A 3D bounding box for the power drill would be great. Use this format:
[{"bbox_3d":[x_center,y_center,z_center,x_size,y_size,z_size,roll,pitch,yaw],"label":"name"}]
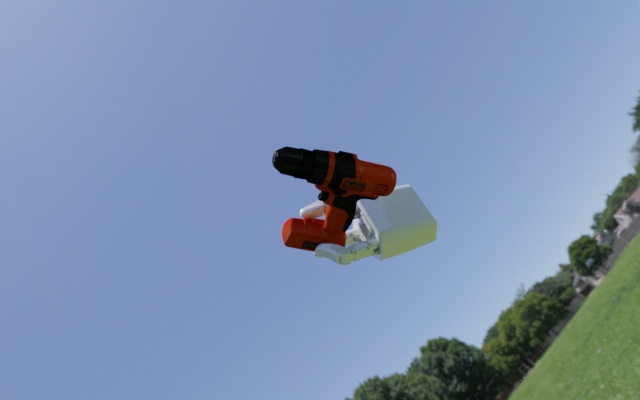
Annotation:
[{"bbox_3d":[0.000,0.003,0.728,0.184,0.057,0.188,12,-43,-14],"label":"power drill"}]
